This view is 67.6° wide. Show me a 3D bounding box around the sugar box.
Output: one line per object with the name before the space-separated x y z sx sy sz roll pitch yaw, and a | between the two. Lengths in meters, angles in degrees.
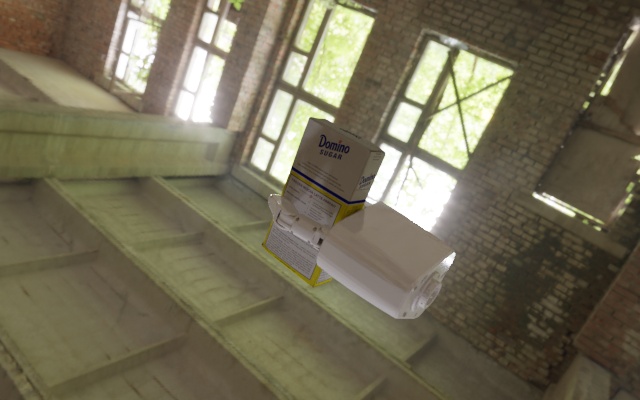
sugar box | 0.000 0.002 0.561 0.093 0.176 0.048 34 20 28
